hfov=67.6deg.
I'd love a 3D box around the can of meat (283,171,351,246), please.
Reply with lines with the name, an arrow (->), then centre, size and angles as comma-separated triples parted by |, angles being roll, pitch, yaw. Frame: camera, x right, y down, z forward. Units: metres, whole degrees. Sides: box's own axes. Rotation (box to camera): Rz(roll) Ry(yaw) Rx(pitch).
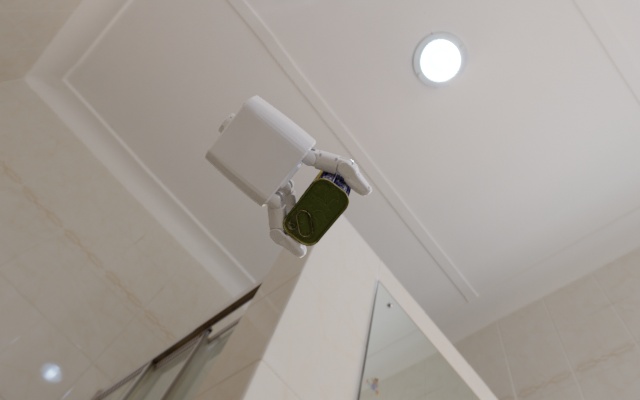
can of meat -> 0.000, 0.002, 0.679 | 0.057, 0.102, 0.084 | 37, 24, -5
